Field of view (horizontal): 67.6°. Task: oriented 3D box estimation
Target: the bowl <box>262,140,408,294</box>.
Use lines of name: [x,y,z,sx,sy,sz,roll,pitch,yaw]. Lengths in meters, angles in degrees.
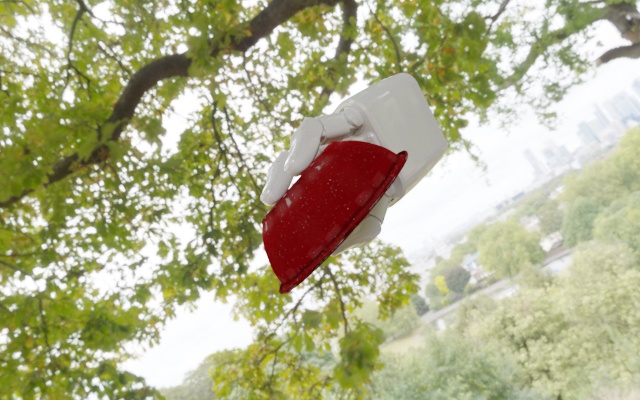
bowl: [-0.001,0.002,0.408,0.055,0.162,0.162,41,-3,-3]
